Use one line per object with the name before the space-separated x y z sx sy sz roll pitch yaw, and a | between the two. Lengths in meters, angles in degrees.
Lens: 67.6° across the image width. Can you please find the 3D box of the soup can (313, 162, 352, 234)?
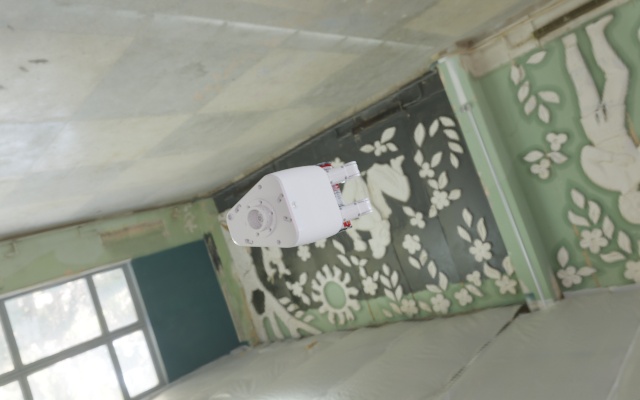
soup can | 0.000 0.003 0.701 0.068 0.102 0.068 -19 -4 -1
